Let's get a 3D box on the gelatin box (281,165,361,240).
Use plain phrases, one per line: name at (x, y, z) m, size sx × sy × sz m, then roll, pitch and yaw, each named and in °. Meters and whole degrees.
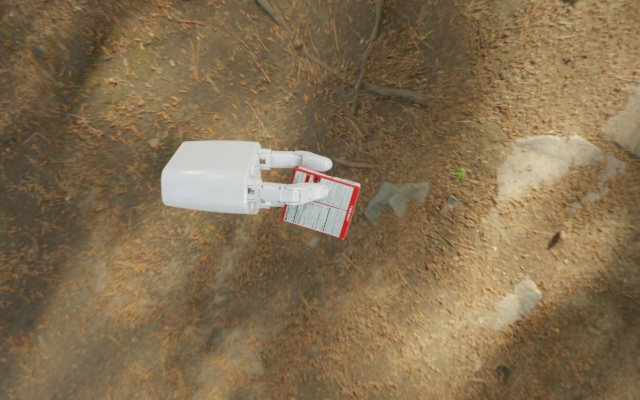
gelatin box at (0.000, 0.002, 0.620) m, size 0.089 × 0.073 × 0.030 m, roll 17°, pitch 12°, yaw 3°
